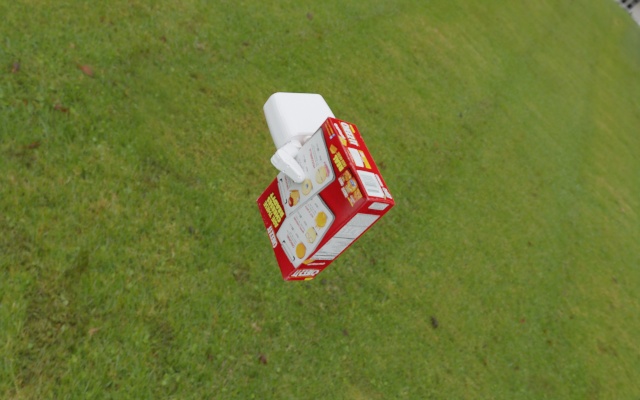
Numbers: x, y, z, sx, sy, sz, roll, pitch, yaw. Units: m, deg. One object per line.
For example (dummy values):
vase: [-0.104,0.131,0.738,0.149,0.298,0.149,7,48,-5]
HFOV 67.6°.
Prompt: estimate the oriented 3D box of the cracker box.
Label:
cracker box: [0.000,0.002,0.754,0.072,0.164,0.214,9,-44,-41]
